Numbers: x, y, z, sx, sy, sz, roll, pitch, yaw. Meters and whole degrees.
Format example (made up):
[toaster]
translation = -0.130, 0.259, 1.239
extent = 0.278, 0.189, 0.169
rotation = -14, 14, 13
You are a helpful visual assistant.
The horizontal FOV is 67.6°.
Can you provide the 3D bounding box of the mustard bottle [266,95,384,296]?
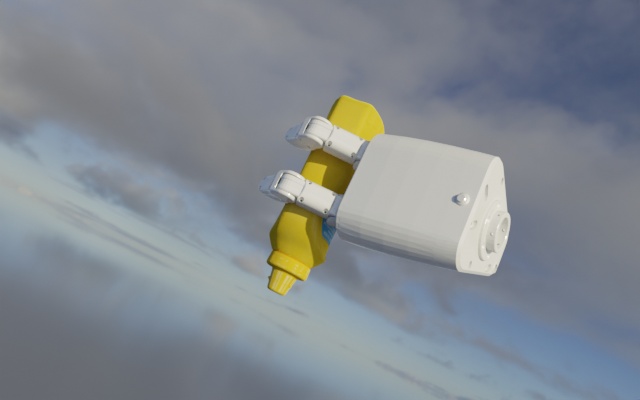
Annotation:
[mustard bottle]
translation = 0.000, 0.001, 0.463
extent = 0.058, 0.191, 0.096
rotation = 23, -15, 12
